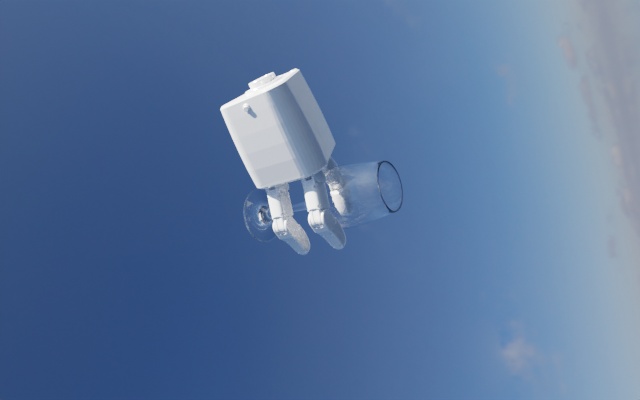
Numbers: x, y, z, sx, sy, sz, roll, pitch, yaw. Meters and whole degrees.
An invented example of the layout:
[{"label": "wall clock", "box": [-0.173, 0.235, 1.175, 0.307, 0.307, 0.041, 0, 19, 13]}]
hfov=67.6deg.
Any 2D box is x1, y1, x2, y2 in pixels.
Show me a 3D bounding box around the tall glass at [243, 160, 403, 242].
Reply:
[{"label": "tall glass", "box": [0.000, 0.002, 0.605, 0.201, 0.079, 0.079, -13, -7, 33]}]
